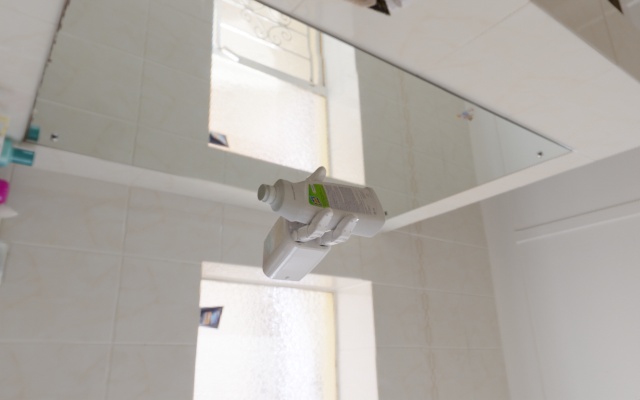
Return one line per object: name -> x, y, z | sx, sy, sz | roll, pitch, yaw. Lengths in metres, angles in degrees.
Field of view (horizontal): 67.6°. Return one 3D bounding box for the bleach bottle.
bleach bottle -> 0.000, 0.003, 0.867 | 0.251, 0.102, 0.068 | 13, -49, -35
